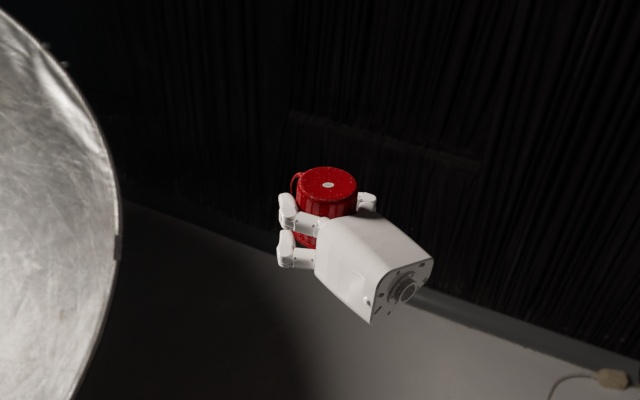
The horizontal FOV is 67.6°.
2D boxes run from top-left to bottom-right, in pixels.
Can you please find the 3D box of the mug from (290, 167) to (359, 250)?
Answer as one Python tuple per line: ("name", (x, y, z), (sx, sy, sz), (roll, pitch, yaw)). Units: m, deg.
("mug", (-0.001, 0.001, 0.657), (0.093, 0.082, 0.117), (-24, 47, -32))
